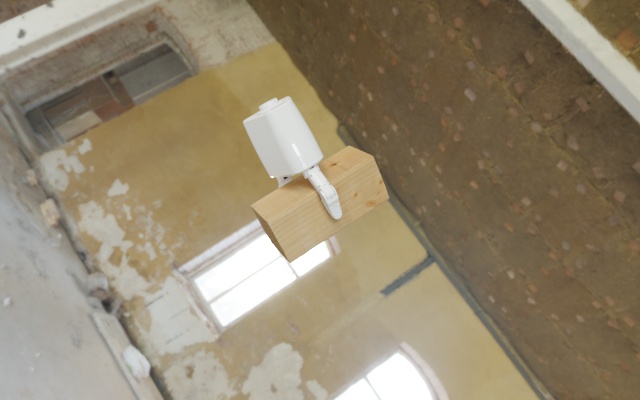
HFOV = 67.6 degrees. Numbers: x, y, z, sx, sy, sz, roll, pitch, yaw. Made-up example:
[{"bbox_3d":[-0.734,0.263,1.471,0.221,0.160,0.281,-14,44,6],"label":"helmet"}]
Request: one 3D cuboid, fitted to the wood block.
[{"bbox_3d":[0.000,0.002,0.813,0.206,0.090,0.090,-32,29,-13],"label":"wood block"}]
